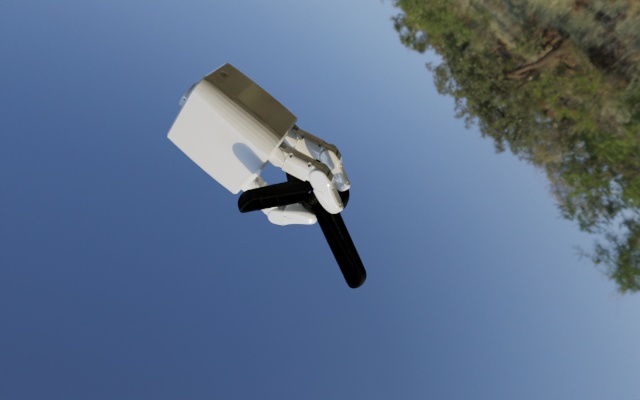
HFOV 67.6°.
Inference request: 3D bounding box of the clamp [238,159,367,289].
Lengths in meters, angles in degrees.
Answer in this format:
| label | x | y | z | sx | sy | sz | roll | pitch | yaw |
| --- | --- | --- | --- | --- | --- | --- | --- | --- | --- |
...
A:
| label | x | y | z | sx | sy | sz | roll | pitch | yaw |
| --- | --- | --- | --- | --- | --- | --- | --- | --- | --- |
| clamp | -0.001 | 0.002 | 0.575 | 0.036 | 0.164 | 0.210 | -43 | 13 | 29 |
